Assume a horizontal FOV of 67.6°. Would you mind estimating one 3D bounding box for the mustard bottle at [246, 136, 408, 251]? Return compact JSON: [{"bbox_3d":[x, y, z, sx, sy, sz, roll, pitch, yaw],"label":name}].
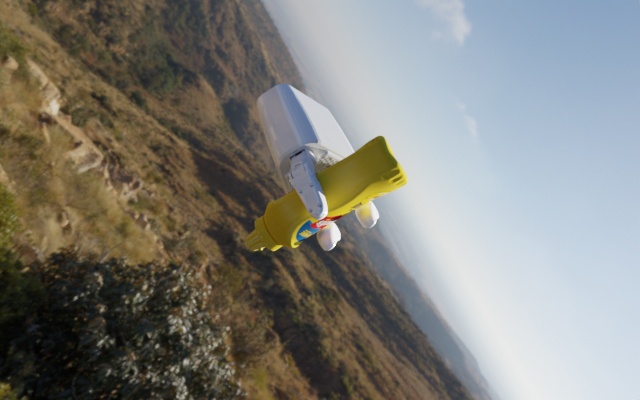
[{"bbox_3d":[0.000,0.002,0.527,0.191,0.058,0.096,-30,-9,10],"label":"mustard bottle"}]
